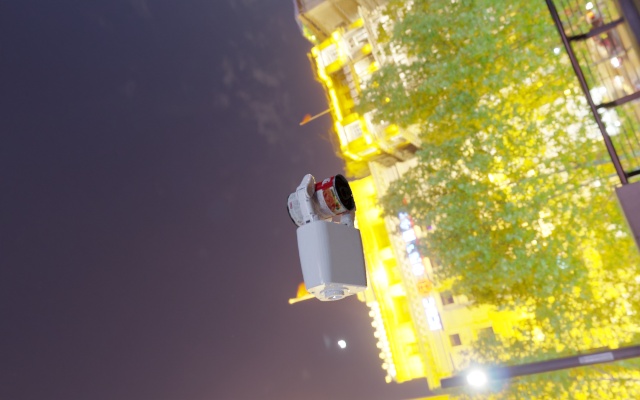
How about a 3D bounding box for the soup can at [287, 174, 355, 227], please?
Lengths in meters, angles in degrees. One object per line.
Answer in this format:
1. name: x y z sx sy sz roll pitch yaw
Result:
1. soup can: 0.000 0.002 0.841 0.102 0.068 0.068 -22 -10 27
